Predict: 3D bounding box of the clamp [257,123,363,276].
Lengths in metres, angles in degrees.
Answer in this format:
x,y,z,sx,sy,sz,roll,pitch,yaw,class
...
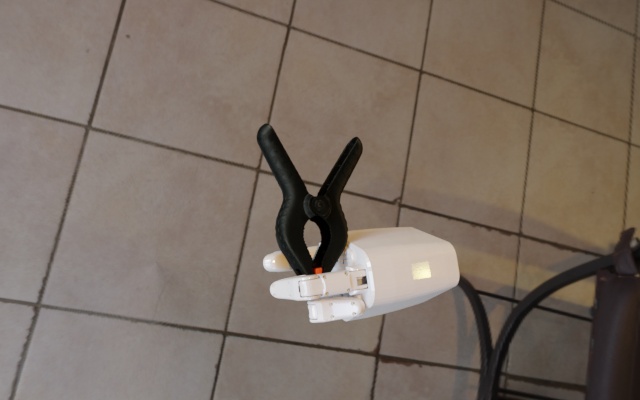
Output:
x,y,z,sx,sy,sz,roll,pitch,yaw,class
0.000,0.002,0.502,0.120,0.171,0.039,-6,-5,-20,clamp
